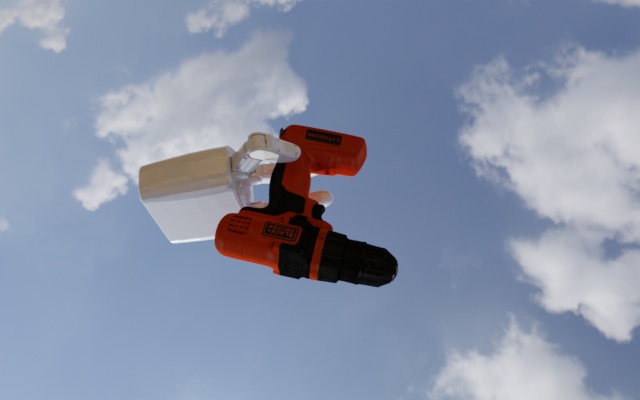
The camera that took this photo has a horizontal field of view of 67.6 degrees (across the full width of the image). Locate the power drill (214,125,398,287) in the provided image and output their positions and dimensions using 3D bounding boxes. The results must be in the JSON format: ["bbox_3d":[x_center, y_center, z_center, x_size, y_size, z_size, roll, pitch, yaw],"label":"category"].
[{"bbox_3d":[0.000,0.001,0.519,0.184,0.187,0.057,13,-43,5],"label":"power drill"}]
